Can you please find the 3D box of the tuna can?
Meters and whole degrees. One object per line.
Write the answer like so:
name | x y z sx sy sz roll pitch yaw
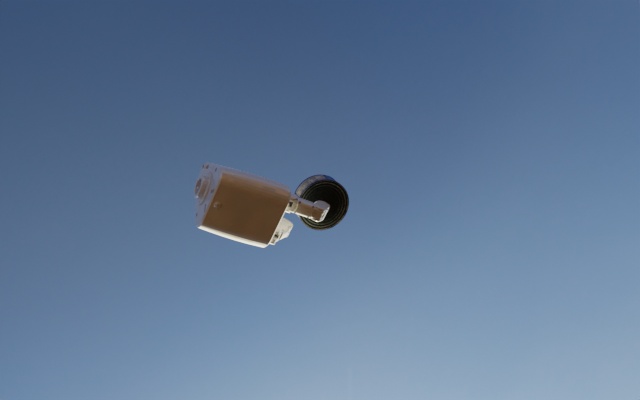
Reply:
tuna can | 0.000 0.002 0.766 0.086 0.086 0.033 0 21 -21
